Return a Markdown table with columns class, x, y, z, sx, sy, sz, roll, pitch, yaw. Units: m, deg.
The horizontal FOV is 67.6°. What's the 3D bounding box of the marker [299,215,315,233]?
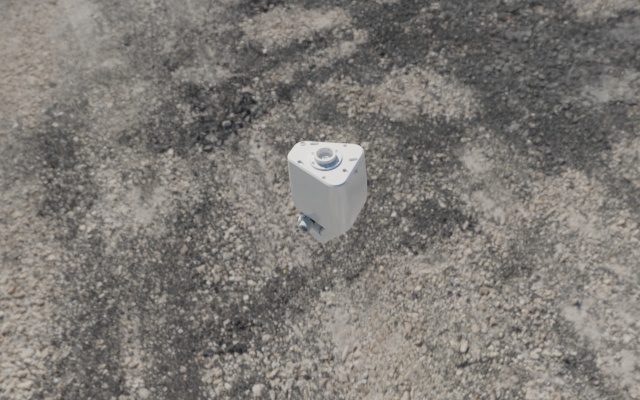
| class | x | y | z | sx | sy | sz | roll | pitch | yaw |
| --- | --- | --- | --- | --- | --- | --- | --- | --- | --- |
| marker | 0.000 | 0.003 | 0.783 | 0.020 | 0.121 | 0.020 | 20 | -36 | 16 |
